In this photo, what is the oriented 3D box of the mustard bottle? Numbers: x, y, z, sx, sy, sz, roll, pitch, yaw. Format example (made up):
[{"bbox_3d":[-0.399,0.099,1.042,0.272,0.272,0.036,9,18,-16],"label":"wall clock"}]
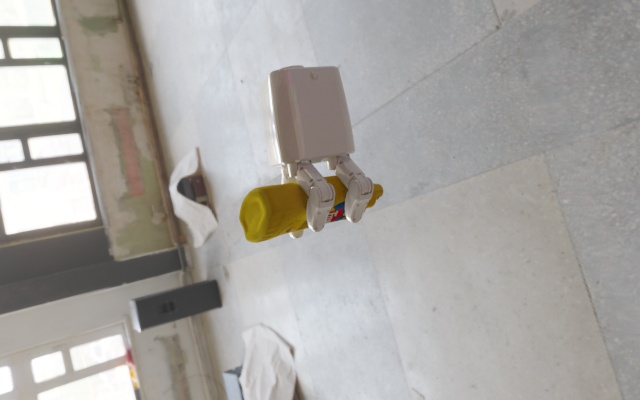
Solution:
[{"bbox_3d":[0.000,0.002,0.601,0.191,0.058,0.096,-12,-19,-31],"label":"mustard bottle"}]
